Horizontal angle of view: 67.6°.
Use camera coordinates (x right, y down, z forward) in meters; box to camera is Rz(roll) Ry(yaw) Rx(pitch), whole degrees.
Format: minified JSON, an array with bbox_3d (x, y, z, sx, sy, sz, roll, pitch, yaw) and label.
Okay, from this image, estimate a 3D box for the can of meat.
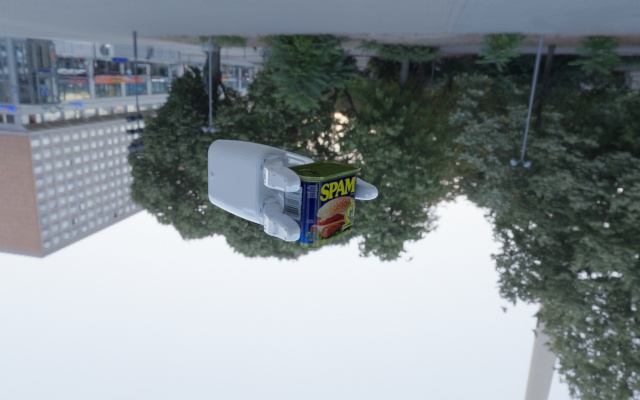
[{"bbox_3d":[0.000,0.002,0.568,0.057,0.084,0.102,15,19,35],"label":"can of meat"}]
